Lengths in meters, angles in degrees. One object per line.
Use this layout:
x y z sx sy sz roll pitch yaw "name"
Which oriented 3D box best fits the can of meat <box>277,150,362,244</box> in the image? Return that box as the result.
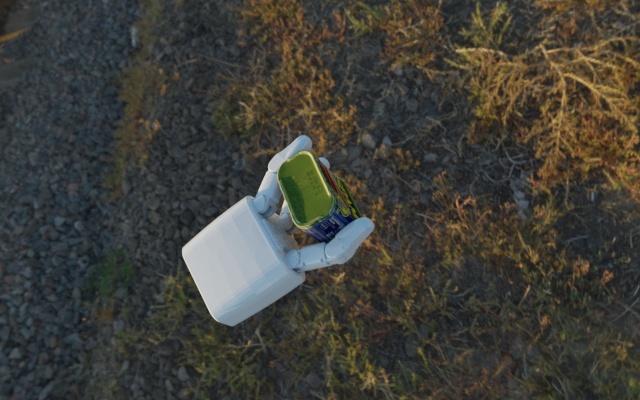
0.000 0.002 0.548 0.057 0.102 0.084 -33 -36 12 "can of meat"
